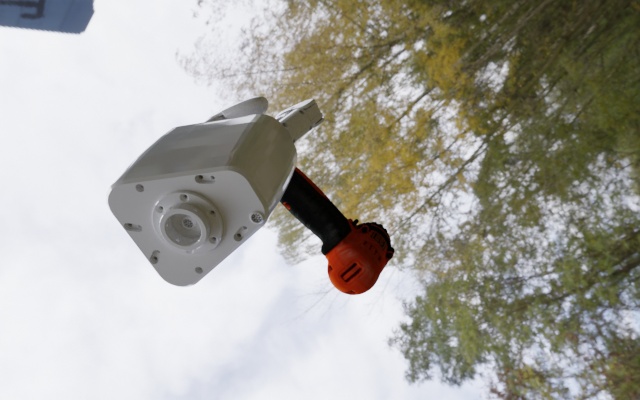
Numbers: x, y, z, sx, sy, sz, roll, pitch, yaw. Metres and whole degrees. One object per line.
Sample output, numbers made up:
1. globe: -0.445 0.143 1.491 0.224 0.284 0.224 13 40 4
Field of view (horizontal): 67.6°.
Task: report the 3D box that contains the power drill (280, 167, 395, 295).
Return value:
1. power drill: 0.000 0.001 0.489 0.057 0.187 0.184 -45 -4 11
